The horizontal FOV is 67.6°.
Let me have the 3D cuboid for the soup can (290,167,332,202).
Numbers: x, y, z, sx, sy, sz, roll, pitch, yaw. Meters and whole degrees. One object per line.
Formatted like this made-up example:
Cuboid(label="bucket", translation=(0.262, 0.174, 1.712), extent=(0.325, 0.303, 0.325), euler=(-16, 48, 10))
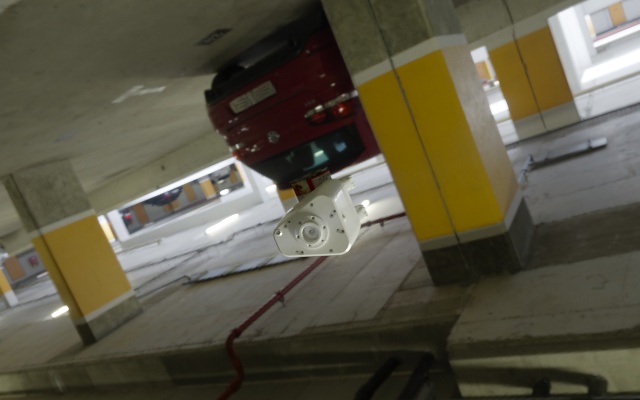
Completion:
Cuboid(label="soup can", translation=(0.000, 0.003, 0.799), extent=(0.068, 0.102, 0.068), euler=(-23, 7, 3))
